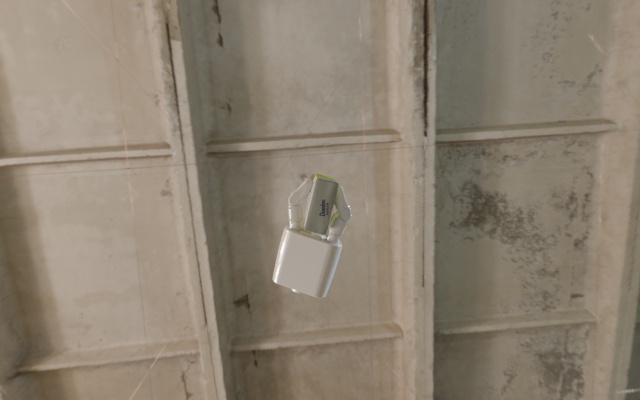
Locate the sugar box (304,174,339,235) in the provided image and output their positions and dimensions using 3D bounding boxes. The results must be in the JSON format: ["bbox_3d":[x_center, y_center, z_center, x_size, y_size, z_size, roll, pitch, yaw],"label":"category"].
[{"bbox_3d":[0.001,0.003,0.877,0.048,0.093,0.176,13,6,-5],"label":"sugar box"}]
